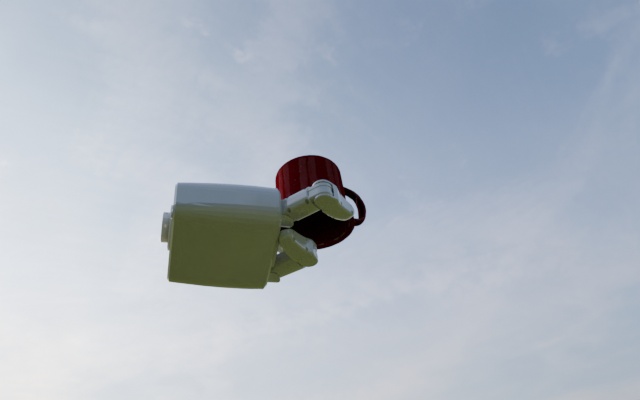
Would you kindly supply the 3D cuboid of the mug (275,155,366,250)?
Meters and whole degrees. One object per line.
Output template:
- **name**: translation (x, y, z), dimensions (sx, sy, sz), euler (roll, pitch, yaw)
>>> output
- **mug**: translation (0.001, 0.002, 0.571), dimensions (0.117, 0.081, 0.093), euler (6, -39, -19)
